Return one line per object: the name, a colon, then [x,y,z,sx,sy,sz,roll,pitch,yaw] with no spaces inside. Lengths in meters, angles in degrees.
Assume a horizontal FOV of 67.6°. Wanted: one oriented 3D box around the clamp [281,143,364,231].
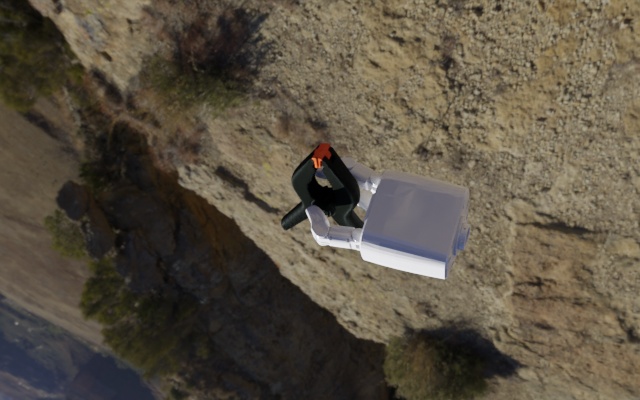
clamp: [0.000,0.002,0.655,0.164,0.036,0.210,12,-35,23]
